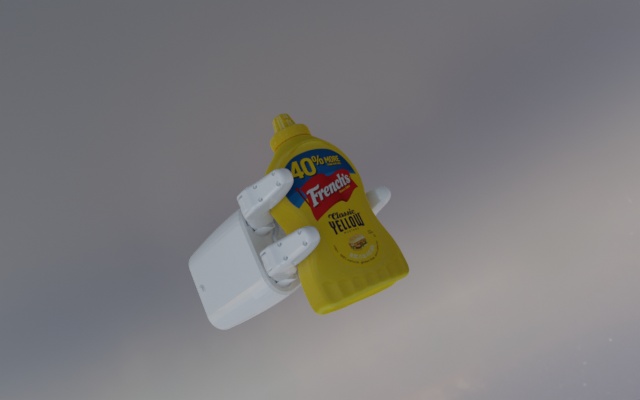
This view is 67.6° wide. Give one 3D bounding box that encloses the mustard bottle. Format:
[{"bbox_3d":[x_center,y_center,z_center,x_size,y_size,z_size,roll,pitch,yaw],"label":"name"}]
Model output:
[{"bbox_3d":[0.000,0.002,0.445,0.096,0.191,0.058,-16,-19,-29],"label":"mustard bottle"}]
